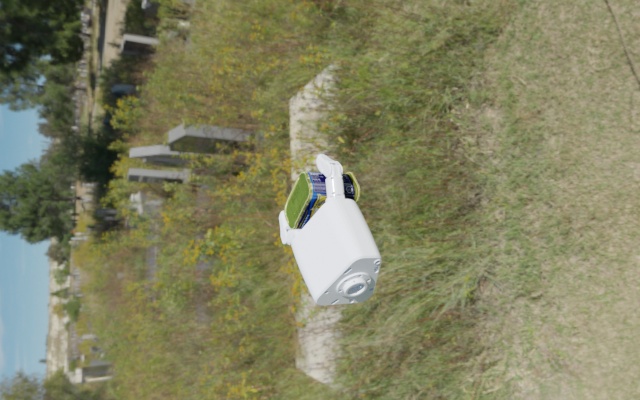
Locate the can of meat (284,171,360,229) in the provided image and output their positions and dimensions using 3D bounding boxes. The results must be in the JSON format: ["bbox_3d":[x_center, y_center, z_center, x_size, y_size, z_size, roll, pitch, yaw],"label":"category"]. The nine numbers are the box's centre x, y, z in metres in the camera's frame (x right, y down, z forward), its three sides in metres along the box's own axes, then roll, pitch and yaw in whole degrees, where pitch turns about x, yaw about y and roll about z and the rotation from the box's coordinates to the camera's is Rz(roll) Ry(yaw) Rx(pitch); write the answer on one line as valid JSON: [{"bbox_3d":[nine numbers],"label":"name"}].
[{"bbox_3d":[0.000,0.002,0.738,0.084,0.057,0.102,2,-44,-28],"label":"can of meat"}]
